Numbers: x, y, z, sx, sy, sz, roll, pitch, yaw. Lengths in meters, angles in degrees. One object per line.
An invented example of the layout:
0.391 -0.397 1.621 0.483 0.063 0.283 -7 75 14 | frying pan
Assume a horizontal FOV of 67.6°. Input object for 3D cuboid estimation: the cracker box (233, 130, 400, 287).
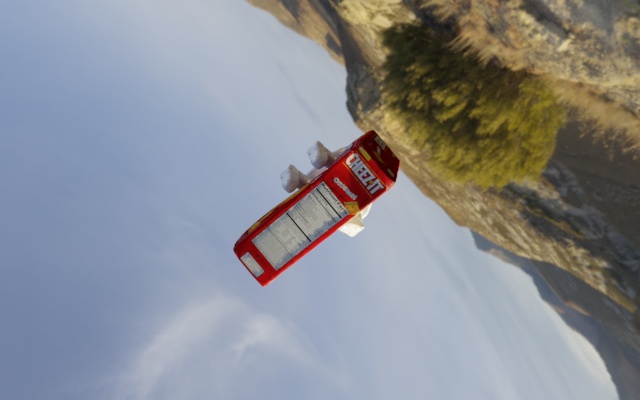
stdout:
0.000 0.002 0.635 0.214 0.072 0.164 -40 3 17 | cracker box
